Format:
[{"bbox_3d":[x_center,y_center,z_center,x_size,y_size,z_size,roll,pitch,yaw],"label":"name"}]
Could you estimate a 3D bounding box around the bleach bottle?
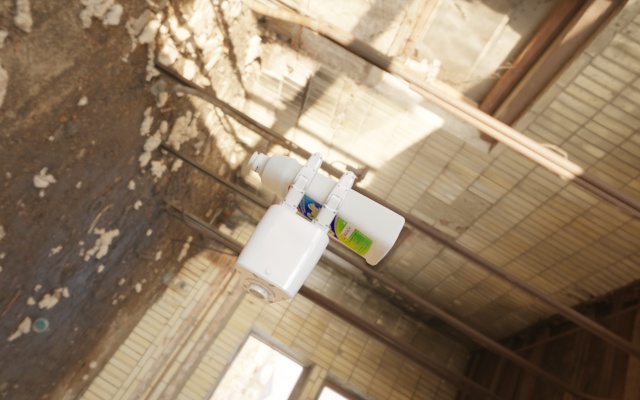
[{"bbox_3d":[0.000,0.002,0.745,0.251,0.068,0.103,30,-29,3],"label":"bleach bottle"}]
